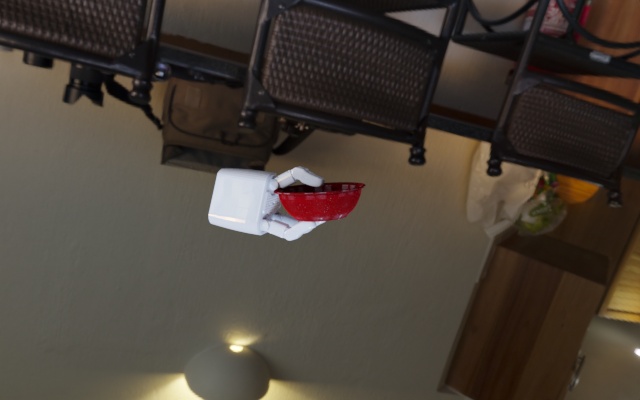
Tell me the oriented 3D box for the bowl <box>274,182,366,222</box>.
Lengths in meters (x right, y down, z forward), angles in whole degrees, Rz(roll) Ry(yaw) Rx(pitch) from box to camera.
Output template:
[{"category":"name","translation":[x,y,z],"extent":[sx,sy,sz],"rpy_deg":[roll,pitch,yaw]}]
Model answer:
[{"category":"bowl","translation":[0.001,0.003,0.838],"extent":[0.162,0.055,0.162],"rpy_deg":[-4,7,1]}]
